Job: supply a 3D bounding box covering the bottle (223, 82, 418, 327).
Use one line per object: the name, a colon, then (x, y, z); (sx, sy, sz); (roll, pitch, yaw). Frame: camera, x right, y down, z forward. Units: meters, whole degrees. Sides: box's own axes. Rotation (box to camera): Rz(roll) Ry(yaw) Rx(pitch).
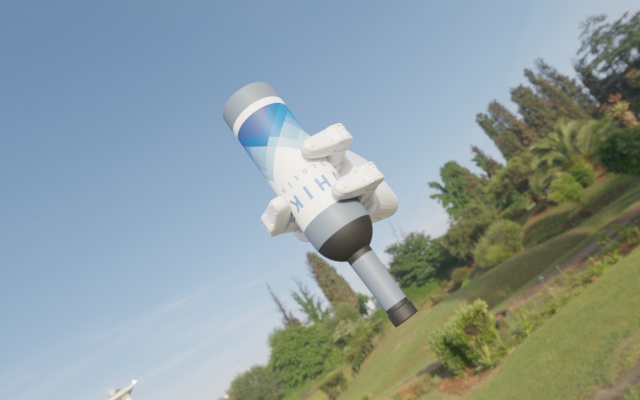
bottle: (0.000, 0.001, 0.503); (0.069, 0.295, 0.069); (-33, -18, -12)
